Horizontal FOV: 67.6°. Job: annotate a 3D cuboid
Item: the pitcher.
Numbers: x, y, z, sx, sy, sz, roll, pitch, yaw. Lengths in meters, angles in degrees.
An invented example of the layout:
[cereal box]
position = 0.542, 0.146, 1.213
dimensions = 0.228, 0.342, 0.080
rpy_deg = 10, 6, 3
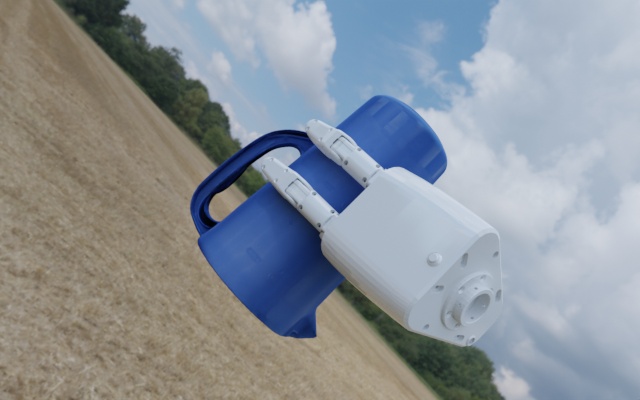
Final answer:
[pitcher]
position = 0.000, 0.002, 0.482
dimensions = 0.145, 0.243, 0.149
rpy_deg = 40, -8, 49
